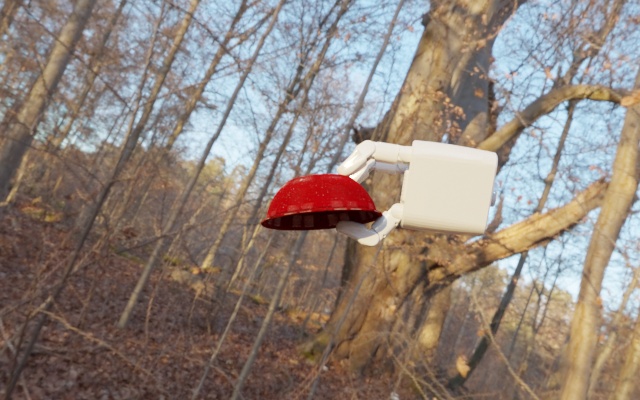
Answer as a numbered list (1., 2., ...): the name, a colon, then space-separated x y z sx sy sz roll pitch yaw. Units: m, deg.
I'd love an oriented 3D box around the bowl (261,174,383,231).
1. bowl: -0.001 0.002 0.636 0.162 0.055 0.162 -5 -11 -1
